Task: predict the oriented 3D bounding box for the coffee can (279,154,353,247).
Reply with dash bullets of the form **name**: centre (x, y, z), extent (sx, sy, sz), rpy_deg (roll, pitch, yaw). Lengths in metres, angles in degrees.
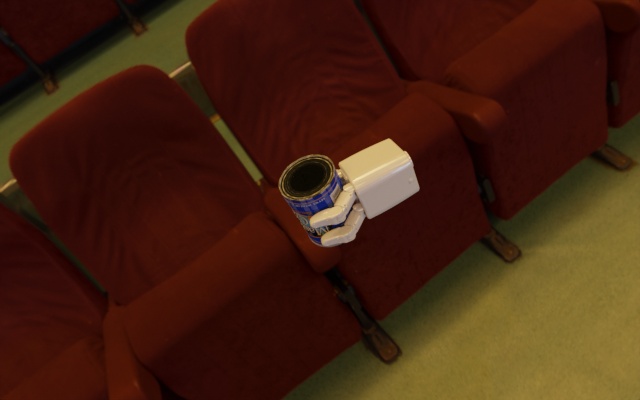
- **coffee can**: centre (0.000, 0.003, 0.854), extent (0.103, 0.102, 0.140), rpy_deg (0, -38, 26)
